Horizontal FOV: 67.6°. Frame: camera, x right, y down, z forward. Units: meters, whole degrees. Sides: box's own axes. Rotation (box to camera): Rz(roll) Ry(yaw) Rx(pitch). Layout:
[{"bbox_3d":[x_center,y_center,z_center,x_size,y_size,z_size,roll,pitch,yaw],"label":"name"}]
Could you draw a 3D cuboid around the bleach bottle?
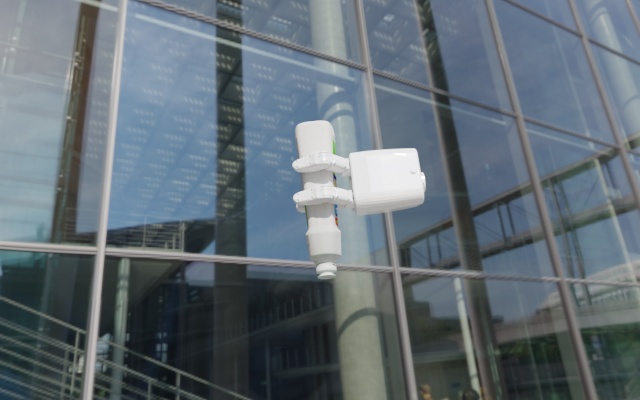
[{"bbox_3d":[0.000,0.002,0.772,0.068,0.250,0.103,-6,-21,2],"label":"bleach bottle"}]
